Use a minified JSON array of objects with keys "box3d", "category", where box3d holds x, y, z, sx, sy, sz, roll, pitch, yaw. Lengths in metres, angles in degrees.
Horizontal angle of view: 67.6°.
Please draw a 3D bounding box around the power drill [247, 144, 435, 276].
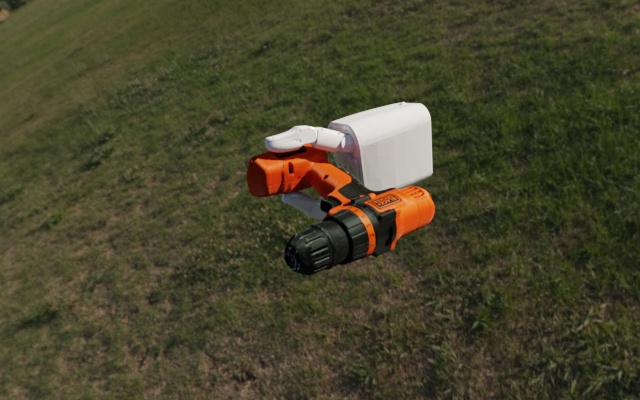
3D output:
[{"box3d":[0.000,0.001,0.517,0.184,0.057,0.187,-17,37,-36],"category":"power drill"}]
